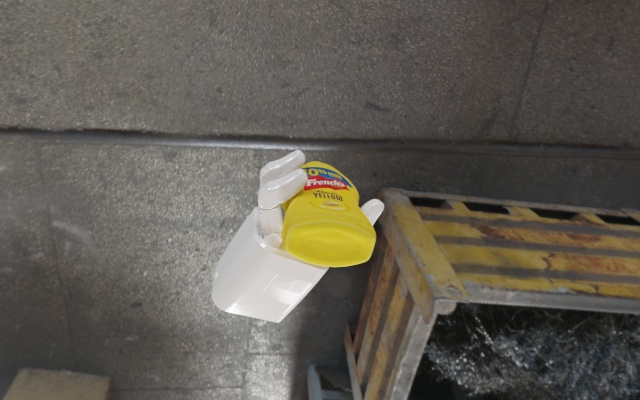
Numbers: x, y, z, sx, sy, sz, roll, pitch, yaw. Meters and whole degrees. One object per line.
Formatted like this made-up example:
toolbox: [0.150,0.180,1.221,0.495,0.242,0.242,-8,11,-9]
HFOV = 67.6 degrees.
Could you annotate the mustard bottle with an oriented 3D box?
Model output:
mustard bottle: [0.000,0.002,0.566,0.096,0.058,0.191,7,26,-10]
